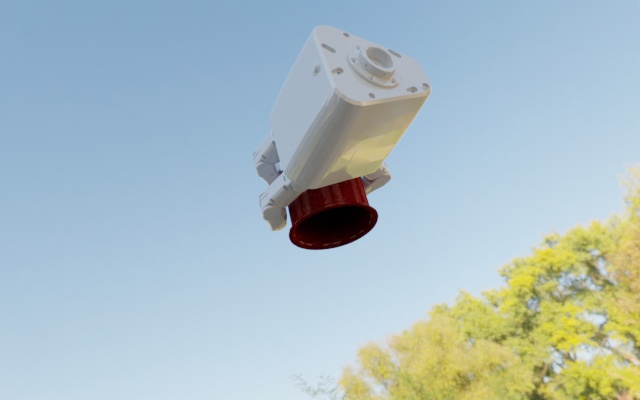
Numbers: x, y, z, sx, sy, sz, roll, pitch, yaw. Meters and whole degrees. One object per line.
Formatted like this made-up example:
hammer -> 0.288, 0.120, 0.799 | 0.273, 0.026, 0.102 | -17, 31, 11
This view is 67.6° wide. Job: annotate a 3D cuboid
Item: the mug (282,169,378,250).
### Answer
mug -> 0.000, 0.002, 0.512 | 0.093, 0.081, 0.117 | 3, -35, -27
